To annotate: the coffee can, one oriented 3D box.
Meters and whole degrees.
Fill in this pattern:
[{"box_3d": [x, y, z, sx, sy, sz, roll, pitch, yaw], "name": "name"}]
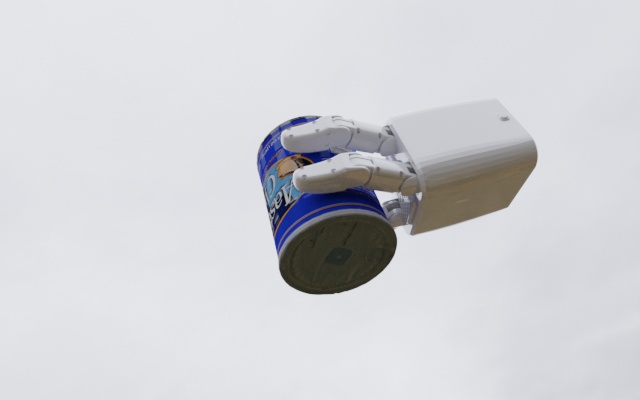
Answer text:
[{"box_3d": [0.000, 0.002, 0.448, 0.103, 0.103, 0.140, 0, 42, -18], "name": "coffee can"}]
